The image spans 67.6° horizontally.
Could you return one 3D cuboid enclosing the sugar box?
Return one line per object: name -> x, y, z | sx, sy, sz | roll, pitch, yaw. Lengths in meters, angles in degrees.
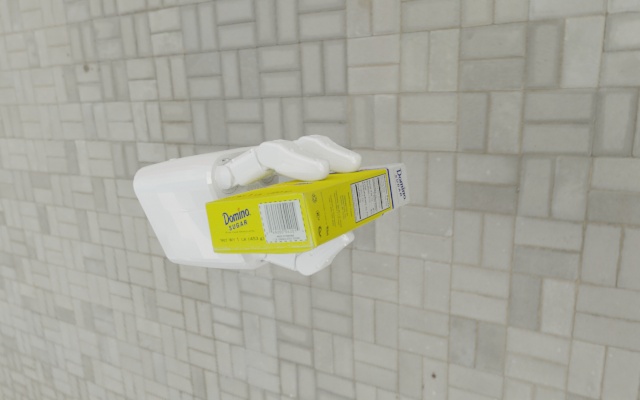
sugar box -> 0.000, 0.001, 0.404 | 0.093, 0.048, 0.176 | -4, 10, 32
